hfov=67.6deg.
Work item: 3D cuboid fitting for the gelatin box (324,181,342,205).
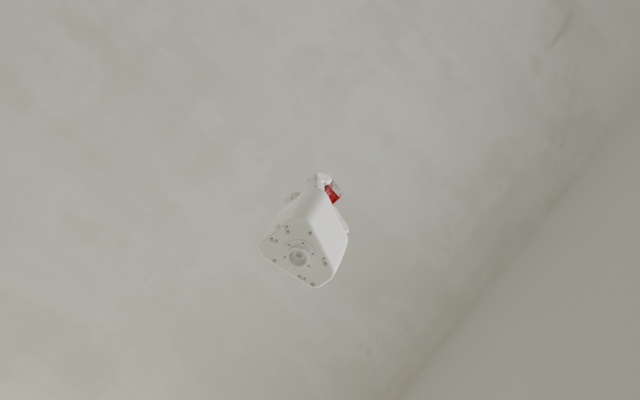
[{"bbox_3d":[0.000,0.003,0.831,0.073,0.030,0.089,-41,3,10],"label":"gelatin box"}]
